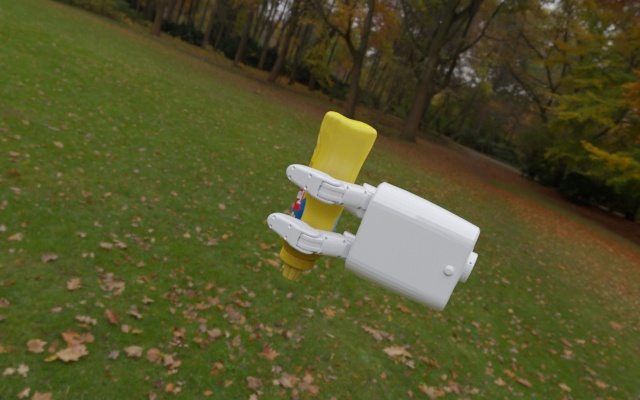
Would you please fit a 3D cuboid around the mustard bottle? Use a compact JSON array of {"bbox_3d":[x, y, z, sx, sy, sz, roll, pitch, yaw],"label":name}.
[{"bbox_3d":[0.000,0.001,0.526,0.058,0.192,0.096,19,13,-9],"label":"mustard bottle"}]
